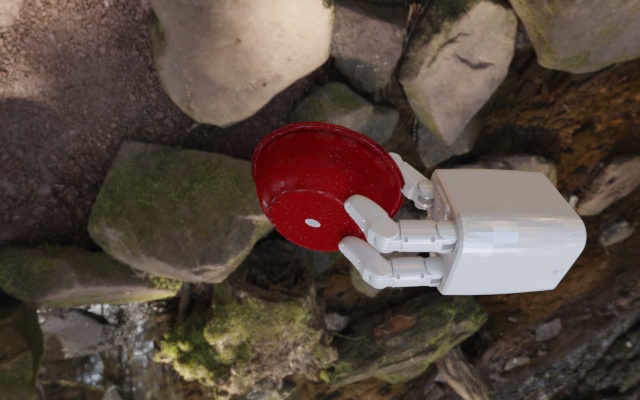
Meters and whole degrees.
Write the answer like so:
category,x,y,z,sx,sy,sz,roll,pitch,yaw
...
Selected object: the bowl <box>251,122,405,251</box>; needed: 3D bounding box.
category,x,y,z,sx,sy,sz,roll,pitch,yaw
bowl,-0.001,0.002,0.474,0.162,0.055,0.162,10,-40,9
